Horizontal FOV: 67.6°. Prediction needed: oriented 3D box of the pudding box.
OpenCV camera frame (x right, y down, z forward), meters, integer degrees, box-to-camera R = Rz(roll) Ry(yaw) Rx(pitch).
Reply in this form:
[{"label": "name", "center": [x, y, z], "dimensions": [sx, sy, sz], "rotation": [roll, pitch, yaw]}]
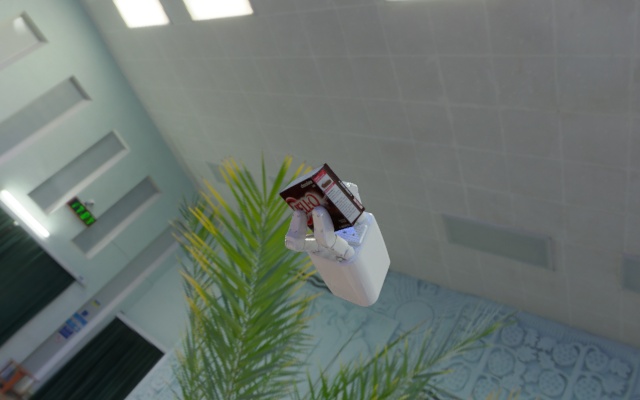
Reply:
[{"label": "pudding box", "center": [0.000, 0.002, 0.684], "dimensions": [0.039, 0.090, 0.113], "rotation": [-48, 12, -29]}]
